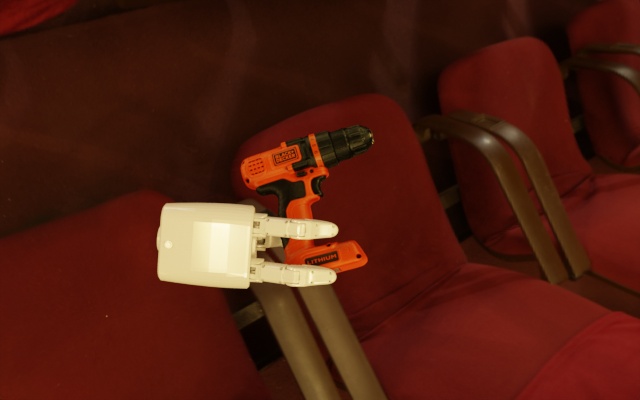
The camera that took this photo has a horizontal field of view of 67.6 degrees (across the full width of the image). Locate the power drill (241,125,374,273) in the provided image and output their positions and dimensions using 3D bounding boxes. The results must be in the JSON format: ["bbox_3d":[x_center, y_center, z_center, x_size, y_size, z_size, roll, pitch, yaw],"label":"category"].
[{"bbox_3d":[0.000,0.003,0.628,0.184,0.187,0.057,-18,-18,6],"label":"power drill"}]
